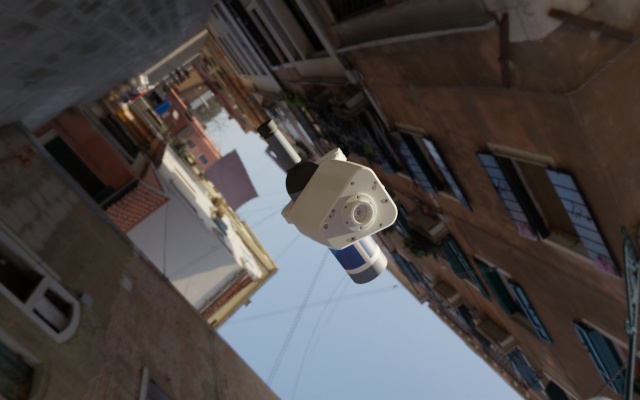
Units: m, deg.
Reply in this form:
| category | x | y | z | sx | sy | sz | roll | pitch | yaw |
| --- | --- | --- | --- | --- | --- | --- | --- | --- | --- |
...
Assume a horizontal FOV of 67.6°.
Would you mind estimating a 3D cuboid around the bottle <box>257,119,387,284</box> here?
| category | x | y | z | sx | sy | sz | roll | pitch | yaw |
| --- | --- | --- | --- | --- | --- | --- | --- | --- | --- |
| bottle | 0.000 | 0.003 | 0.735 | 0.069 | 0.296 | 0.069 | -31 | 21 | 13 |
